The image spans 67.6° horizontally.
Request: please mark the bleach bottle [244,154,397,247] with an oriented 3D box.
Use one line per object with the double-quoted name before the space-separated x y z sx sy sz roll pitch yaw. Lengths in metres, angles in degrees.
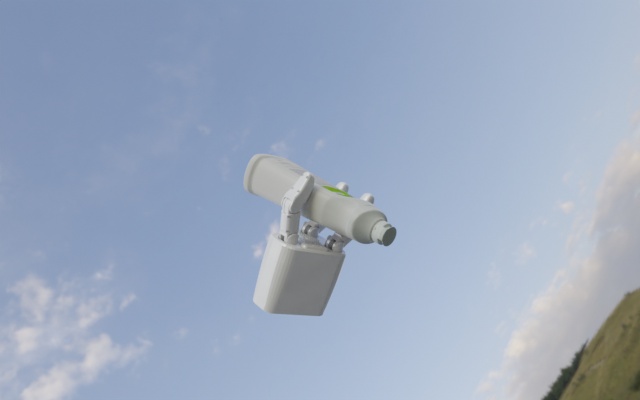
"bleach bottle" 0.000 0.002 0.694 0.102 0.068 0.250 6 16 -47
